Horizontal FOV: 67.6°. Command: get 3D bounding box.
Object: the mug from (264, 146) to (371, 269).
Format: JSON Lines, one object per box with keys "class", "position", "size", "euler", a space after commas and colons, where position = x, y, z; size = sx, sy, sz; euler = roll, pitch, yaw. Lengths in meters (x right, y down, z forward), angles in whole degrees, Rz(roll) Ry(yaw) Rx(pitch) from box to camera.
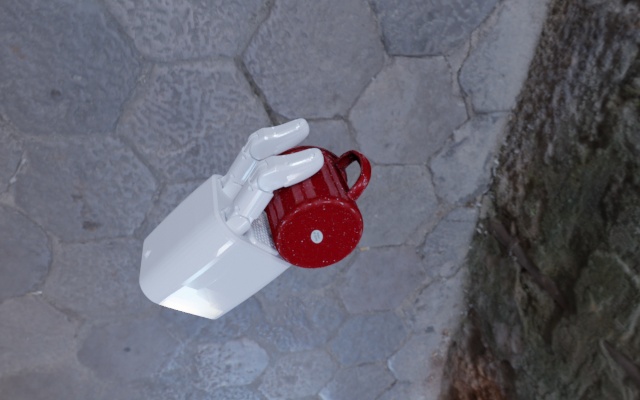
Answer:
{"class": "mug", "position": [0.001, 0.001, 0.442], "size": [0.093, 0.117, 0.081], "euler": [41, 16, -35]}
